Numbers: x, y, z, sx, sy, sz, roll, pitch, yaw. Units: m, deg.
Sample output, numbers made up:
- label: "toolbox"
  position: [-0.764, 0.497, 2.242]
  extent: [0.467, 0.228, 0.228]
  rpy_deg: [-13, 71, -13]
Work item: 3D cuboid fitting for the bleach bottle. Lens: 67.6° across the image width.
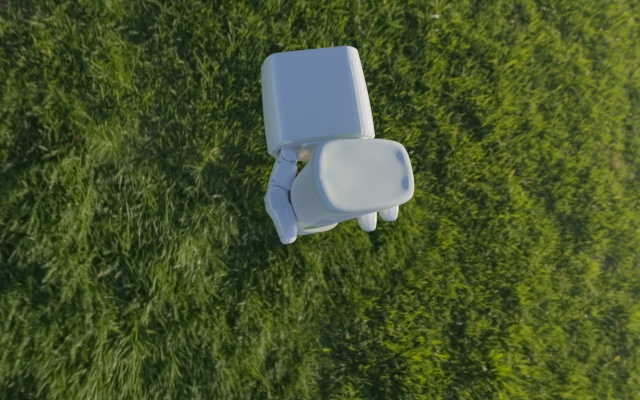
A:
- label: "bleach bottle"
  position: [0.000, 0.002, 0.537]
  extent: [0.102, 0.068, 0.251]
  rpy_deg: [-5, -10, -21]
